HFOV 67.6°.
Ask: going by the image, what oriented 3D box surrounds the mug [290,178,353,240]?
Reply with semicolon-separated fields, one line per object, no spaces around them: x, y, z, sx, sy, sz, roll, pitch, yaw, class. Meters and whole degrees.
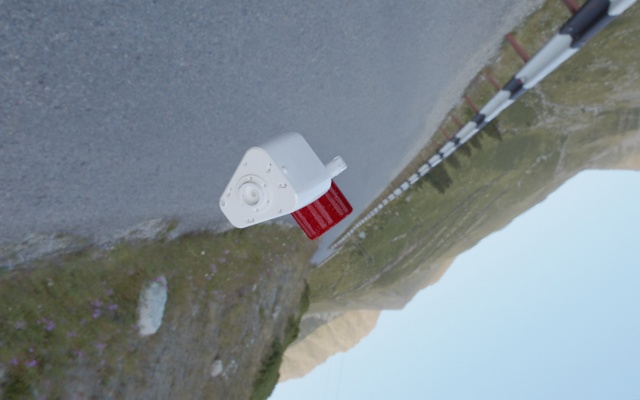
0.001;0.002;0.736;0.093;0.081;0.117;-37;-1;30;mug
